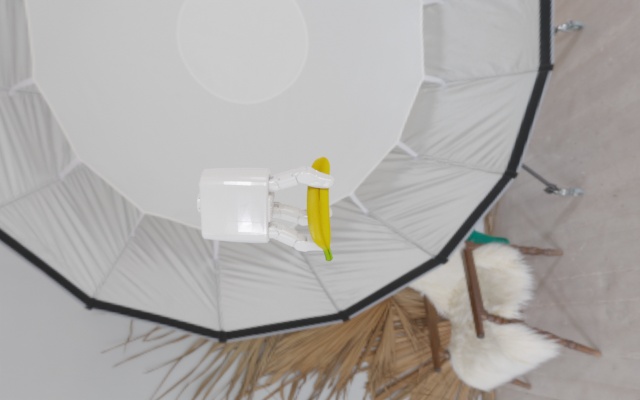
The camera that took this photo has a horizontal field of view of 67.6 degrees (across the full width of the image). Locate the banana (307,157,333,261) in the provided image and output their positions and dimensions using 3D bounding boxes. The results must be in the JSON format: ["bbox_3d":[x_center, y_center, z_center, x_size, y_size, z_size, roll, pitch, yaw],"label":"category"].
[{"bbox_3d":[-0.002,-0.004,0.775,0.037,0.197,0.070,-3,-31,5],"label":"banana"}]
